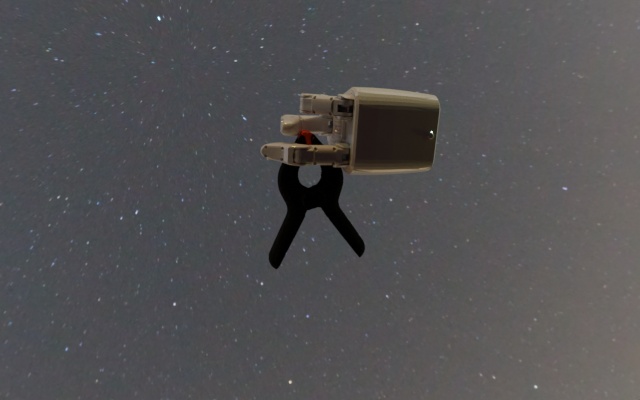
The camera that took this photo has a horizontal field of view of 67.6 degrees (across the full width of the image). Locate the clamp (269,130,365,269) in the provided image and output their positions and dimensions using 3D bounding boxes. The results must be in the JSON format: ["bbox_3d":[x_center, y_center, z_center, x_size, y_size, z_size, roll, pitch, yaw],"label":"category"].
[{"bbox_3d":[0.000,0.002,0.582,0.120,0.171,0.039,0,15,-16],"label":"clamp"}]
